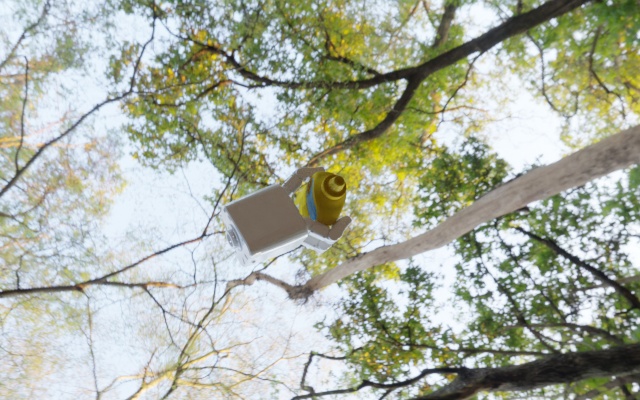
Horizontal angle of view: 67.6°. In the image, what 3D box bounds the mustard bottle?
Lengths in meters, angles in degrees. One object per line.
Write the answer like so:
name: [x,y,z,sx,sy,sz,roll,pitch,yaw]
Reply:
mustard bottle: [0.000,0.003,0.836,0.058,0.096,0.192,3,-22,-18]
